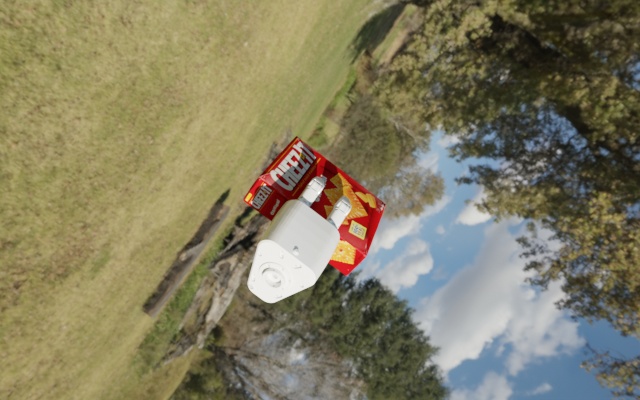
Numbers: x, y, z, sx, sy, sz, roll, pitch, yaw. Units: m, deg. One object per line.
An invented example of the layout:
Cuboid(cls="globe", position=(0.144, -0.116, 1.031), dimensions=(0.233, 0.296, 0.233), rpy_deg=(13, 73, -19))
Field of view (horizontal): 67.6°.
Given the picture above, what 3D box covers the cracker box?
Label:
Cuboid(cls="cracker box", position=(0.000, 0.003, 0.826), dimensions=(0.214, 0.072, 0.164), rpy_deg=(37, 36, -4))
